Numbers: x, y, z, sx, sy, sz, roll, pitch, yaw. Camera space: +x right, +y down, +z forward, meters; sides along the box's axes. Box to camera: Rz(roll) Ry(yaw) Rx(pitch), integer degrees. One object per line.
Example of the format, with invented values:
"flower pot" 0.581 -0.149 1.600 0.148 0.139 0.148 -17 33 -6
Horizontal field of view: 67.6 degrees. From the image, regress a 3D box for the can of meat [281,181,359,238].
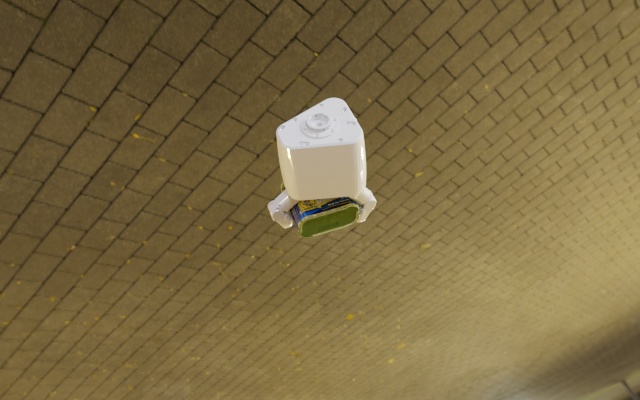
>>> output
"can of meat" 0.000 0.003 0.734 0.102 0.084 0.057 -17 -37 -11
